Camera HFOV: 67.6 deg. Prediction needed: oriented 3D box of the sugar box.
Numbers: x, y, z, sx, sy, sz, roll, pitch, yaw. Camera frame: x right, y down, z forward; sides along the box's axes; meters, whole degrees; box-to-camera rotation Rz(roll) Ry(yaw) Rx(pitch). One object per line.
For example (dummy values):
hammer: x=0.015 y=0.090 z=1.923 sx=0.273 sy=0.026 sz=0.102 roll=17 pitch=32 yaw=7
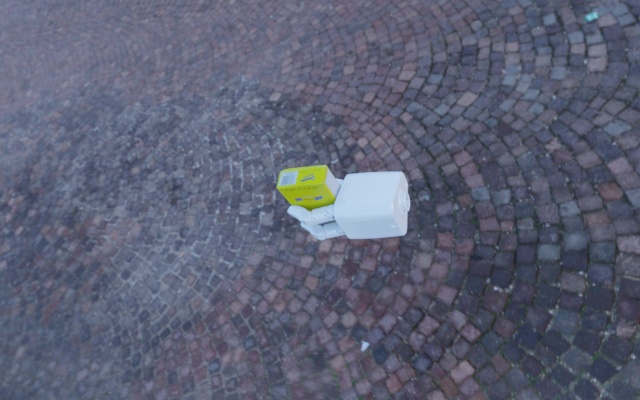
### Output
sugar box: x=0.000 y=0.003 z=0.886 sx=0.093 sy=0.048 sz=0.176 roll=-4 pitch=-34 yaw=25
